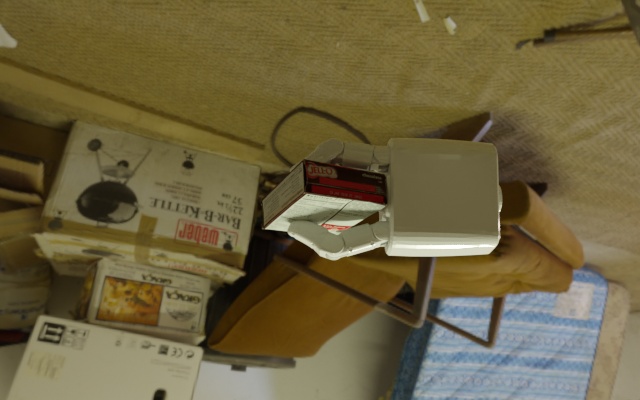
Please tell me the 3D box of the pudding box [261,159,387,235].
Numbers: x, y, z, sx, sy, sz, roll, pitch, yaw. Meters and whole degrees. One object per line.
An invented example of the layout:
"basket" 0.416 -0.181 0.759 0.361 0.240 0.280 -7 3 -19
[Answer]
"pudding box" 0.000 0.002 0.485 0.090 0.039 0.113 9 -26 -26
